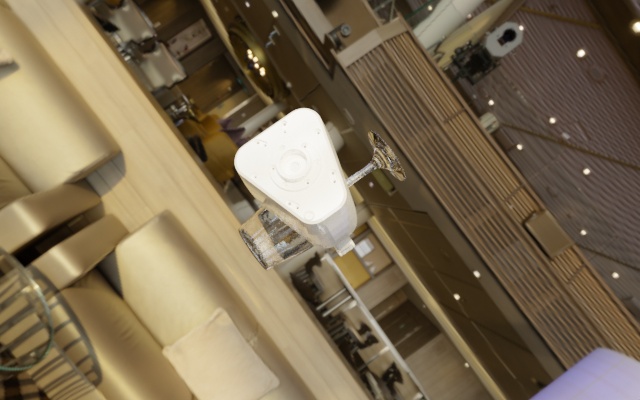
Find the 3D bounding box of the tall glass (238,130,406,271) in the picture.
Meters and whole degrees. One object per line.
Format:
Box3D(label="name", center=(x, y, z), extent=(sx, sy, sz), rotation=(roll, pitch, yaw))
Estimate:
Box3D(label="tall glass", center=(0.001, 0.002, 0.579), extent=(0.201, 0.079, 0.079), rotation=(-35, 2, -3))
